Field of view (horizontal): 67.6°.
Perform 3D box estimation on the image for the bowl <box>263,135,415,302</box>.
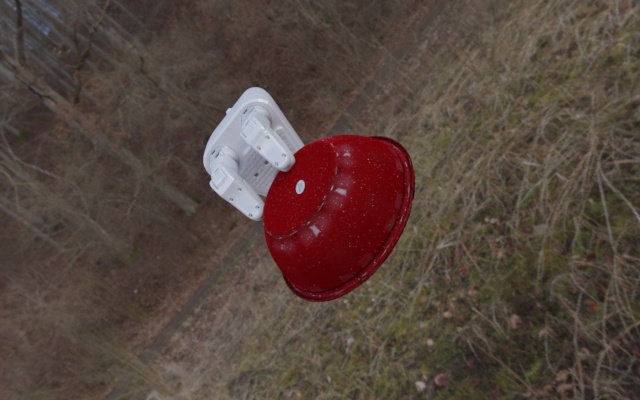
[{"bbox_3d":[0.000,0.002,0.408,0.055,0.162,0.162,32,-19,-33],"label":"bowl"}]
